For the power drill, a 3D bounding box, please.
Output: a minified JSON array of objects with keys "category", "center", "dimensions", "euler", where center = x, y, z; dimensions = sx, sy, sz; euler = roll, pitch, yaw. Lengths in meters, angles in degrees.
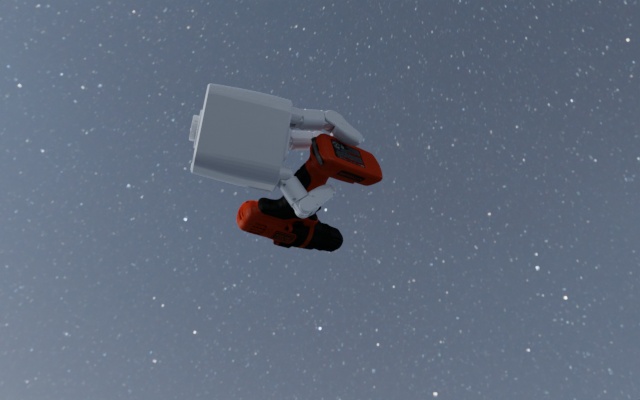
[{"category":"power drill","center":[0.000,0.002,0.681],"dimensions":[0.184,0.057,0.188],"euler":[17,-51,-36]}]
